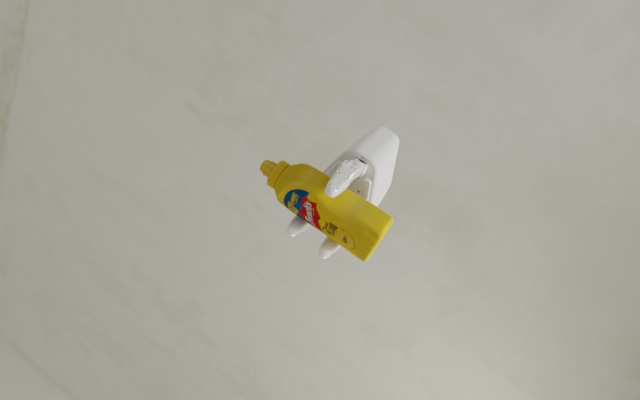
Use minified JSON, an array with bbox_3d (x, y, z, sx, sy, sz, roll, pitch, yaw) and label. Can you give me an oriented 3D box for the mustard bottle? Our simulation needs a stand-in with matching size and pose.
[{"bbox_3d":[0.000,0.002,0.644,0.191,0.058,0.096,34,-25,9],"label":"mustard bottle"}]
